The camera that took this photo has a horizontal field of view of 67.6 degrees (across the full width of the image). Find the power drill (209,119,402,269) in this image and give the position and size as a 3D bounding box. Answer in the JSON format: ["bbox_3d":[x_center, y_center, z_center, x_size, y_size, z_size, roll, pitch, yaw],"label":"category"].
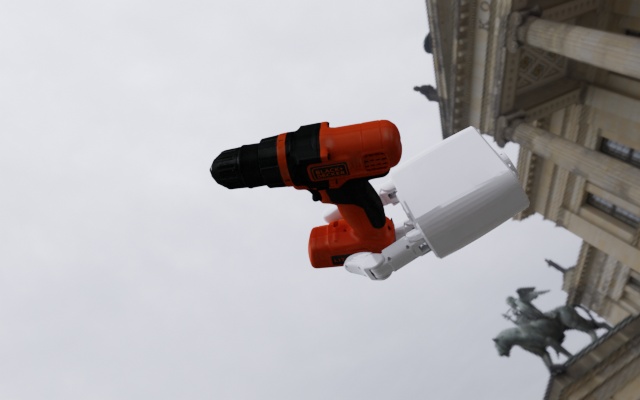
[{"bbox_3d":[0.000,0.002,0.500,0.184,0.057,0.188,-7,-38,12],"label":"power drill"}]
